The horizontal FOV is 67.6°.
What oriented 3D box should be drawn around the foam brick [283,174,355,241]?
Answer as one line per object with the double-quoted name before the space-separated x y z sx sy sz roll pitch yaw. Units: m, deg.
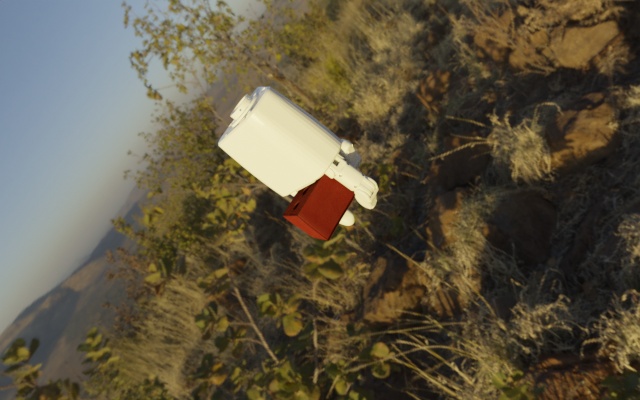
"foam brick" 0.000 0.002 0.582 0.051 0.078 0.053 36 -15 -20
